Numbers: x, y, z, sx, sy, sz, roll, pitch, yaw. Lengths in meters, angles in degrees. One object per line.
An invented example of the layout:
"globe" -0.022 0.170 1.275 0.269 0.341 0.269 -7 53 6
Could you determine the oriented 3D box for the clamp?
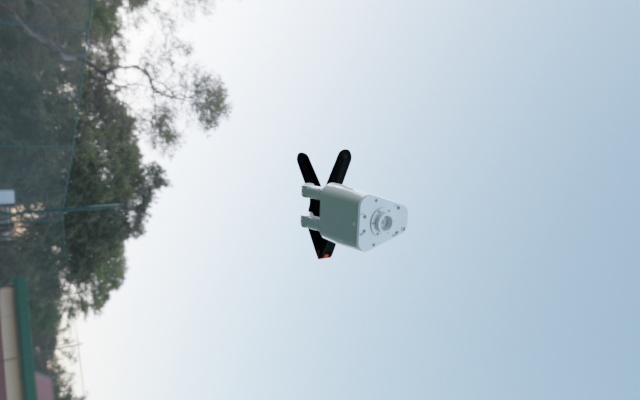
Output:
"clamp" 0.001 0.003 0.900 0.036 0.210 0.164 -4 12 -31
